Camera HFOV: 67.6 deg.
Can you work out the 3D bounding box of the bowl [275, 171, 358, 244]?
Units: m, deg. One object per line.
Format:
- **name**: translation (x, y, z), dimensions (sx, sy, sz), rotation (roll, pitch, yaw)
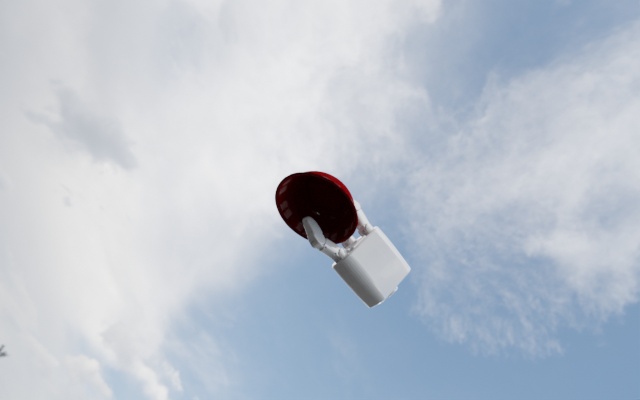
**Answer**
- **bowl**: translation (0.000, 0.002, 0.871), dimensions (0.162, 0.162, 0.055), rotation (0, 36, 28)
